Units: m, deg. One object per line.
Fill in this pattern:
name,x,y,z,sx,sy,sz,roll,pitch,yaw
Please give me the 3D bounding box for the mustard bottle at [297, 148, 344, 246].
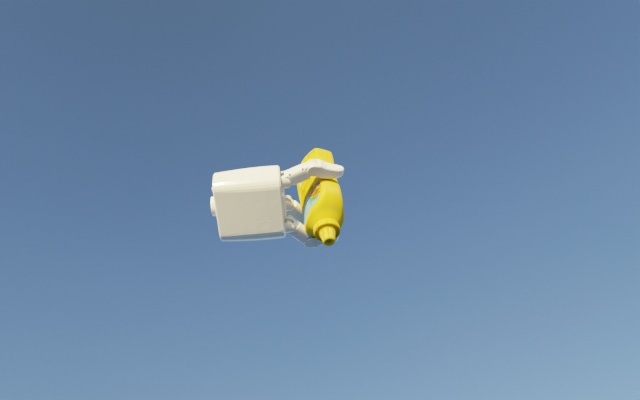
mustard bottle,0.000,0.002,0.784,0.058,0.096,0.191,14,35,-19
